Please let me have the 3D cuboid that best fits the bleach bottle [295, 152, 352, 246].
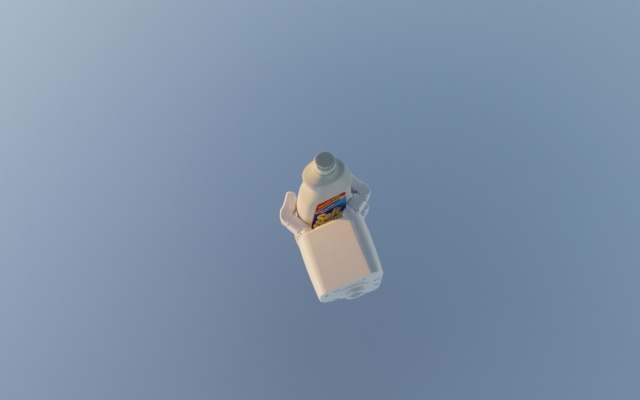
[{"bbox_3d":[0.000,0.003,0.798,0.102,0.068,0.251,-17,-27,-8],"label":"bleach bottle"}]
